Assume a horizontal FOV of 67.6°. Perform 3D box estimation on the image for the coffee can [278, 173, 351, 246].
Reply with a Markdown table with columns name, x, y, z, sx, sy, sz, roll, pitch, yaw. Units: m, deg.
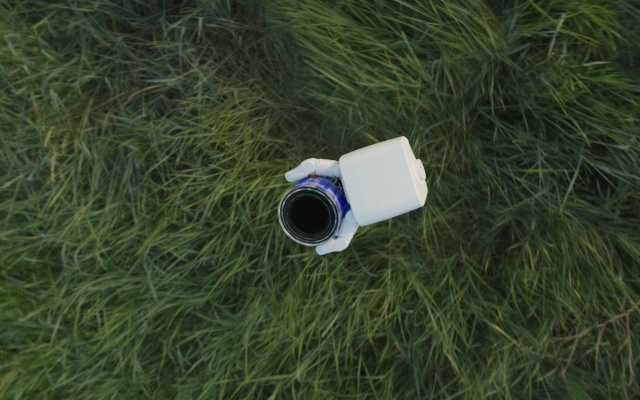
| name | x | y | z | sx | sy | sz | roll | pitch | yaw |
| --- | --- | --- | --- | --- | --- | --- | --- | --- | --- |
| coffee can | 0.000 | 0.003 | 0.810 | 0.103 | 0.103 | 0.140 | 0 | 19 | 17 |
